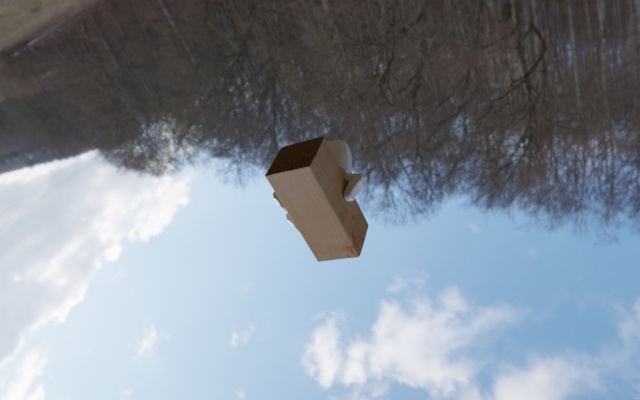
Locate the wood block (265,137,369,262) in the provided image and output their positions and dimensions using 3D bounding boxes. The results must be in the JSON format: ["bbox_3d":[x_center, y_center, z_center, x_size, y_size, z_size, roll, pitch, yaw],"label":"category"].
[{"bbox_3d":[0.001,0.003,0.847,0.091,0.206,0.090,-11,35,29],"label":"wood block"}]
